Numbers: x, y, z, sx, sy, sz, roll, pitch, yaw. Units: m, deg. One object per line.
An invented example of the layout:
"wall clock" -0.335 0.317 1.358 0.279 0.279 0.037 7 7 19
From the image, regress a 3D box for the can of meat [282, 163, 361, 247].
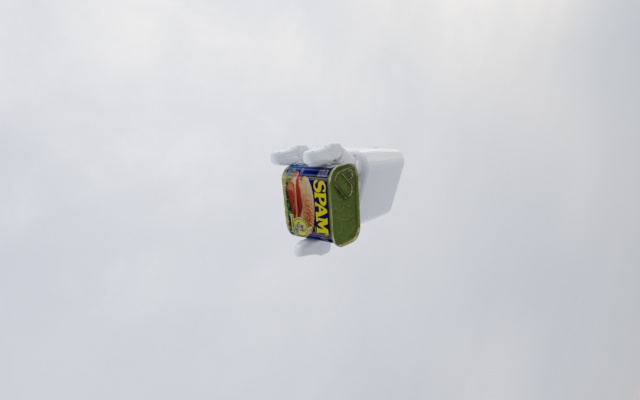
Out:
"can of meat" 0.000 0.002 0.614 0.084 0.102 0.057 7 17 39
